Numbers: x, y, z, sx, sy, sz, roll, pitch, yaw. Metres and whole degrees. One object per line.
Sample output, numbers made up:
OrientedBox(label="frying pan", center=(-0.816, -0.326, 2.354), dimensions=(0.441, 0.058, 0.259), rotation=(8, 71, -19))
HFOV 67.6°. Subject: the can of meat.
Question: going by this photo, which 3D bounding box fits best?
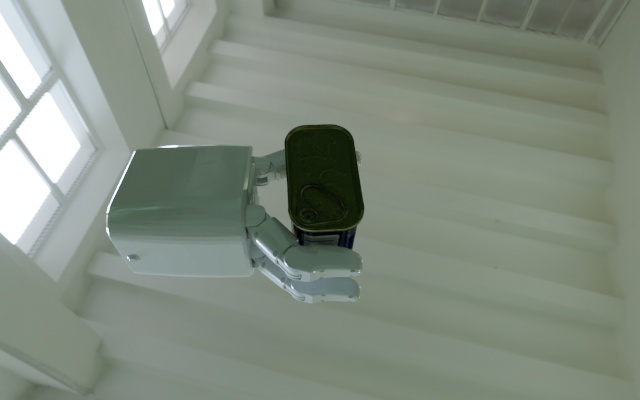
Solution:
OrientedBox(label="can of meat", center=(0.000, 0.001, 0.407), dimensions=(0.057, 0.102, 0.084), rotation=(-3, -33, -5))
